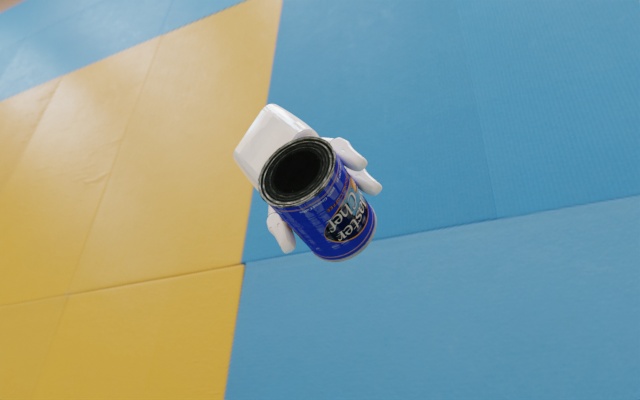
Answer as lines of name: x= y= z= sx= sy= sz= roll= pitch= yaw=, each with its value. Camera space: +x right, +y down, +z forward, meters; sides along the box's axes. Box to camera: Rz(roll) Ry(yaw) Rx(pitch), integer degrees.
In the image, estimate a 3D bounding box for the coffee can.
coffee can: x=0.000 y=0.002 z=0.607 sx=0.103 sy=0.102 sz=0.140 roll=0 pitch=-33 yaw=30
